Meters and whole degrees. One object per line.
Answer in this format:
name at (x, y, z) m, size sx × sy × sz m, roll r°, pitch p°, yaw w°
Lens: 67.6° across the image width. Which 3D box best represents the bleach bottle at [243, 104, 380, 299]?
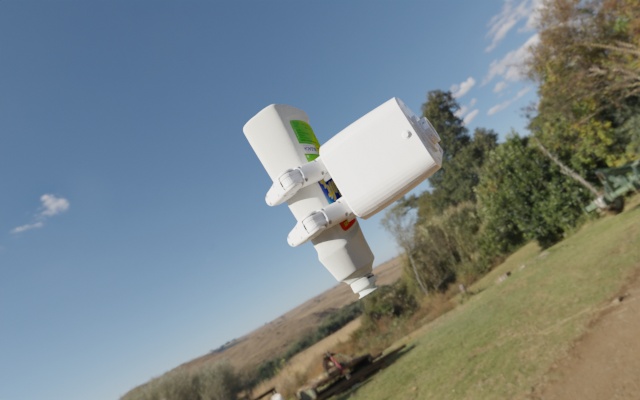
bleach bottle at (0.000, 0.002, 0.593) m, size 0.068 × 0.250 × 0.102 m, roll -34°, pitch -12°, yaw 21°
